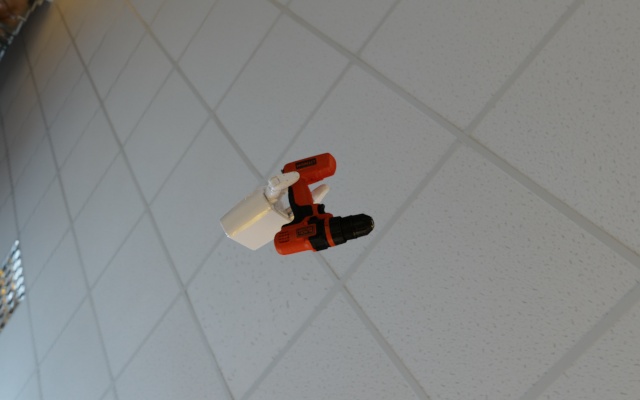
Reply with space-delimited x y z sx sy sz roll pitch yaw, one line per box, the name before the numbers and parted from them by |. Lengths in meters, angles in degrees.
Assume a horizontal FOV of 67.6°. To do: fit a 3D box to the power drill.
power drill | 0.000 0.003 0.884 0.184 0.187 0.057 -13 -36 12
